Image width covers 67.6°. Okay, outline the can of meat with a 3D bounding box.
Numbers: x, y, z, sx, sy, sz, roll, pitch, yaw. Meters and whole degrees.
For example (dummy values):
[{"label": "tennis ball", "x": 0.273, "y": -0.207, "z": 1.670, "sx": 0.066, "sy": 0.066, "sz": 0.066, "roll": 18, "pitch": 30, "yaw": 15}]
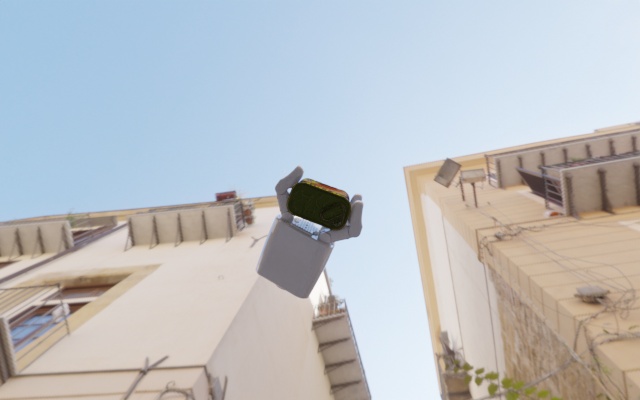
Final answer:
[{"label": "can of meat", "x": 0.000, "y": 0.002, "z": 0.799, "sx": 0.102, "sy": 0.057, "sz": 0.084, "roll": 20, "pitch": 11, "yaw": 0}]
